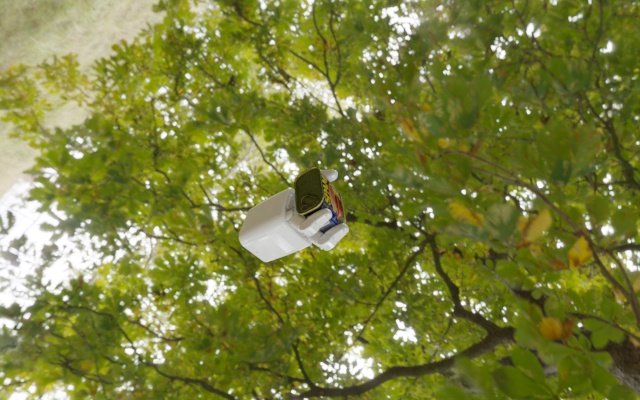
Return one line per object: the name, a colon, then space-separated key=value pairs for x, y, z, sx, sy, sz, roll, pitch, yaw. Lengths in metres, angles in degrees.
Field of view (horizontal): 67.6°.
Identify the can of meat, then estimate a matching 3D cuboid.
can of meat: x=0.000 y=0.003 z=0.872 sx=0.057 sy=0.102 sz=0.084 roll=-27 pitch=-47 yaw=20
